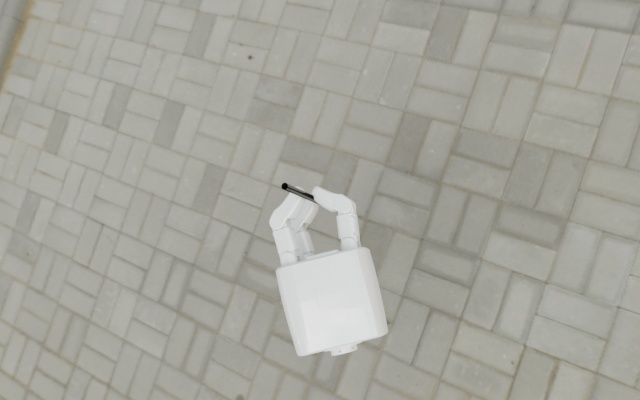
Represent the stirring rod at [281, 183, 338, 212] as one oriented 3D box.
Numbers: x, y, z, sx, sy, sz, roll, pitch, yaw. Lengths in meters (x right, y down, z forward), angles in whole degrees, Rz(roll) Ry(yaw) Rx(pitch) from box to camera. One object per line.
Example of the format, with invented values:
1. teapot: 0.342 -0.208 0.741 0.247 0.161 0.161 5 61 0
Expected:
1. stirring rod: 0.000 0.002 0.637 0.011 0.011 0.239 0 -9 19
